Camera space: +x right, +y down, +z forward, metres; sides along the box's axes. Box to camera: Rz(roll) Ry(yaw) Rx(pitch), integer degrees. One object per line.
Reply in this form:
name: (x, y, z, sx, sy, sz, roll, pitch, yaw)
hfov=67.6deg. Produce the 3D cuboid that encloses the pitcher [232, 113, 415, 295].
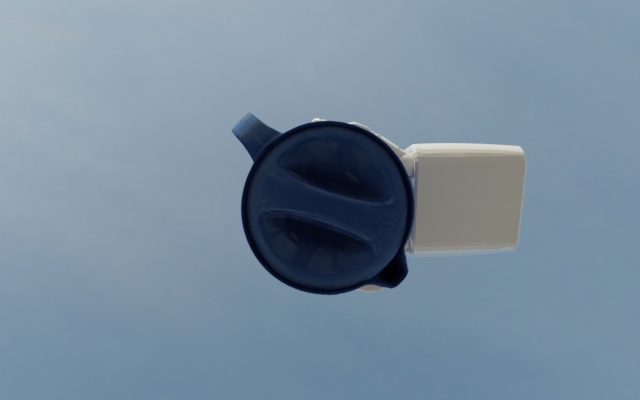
pitcher: (0.000, 0.002, 0.477, 0.145, 0.149, 0.243, -2, -2, 1)
